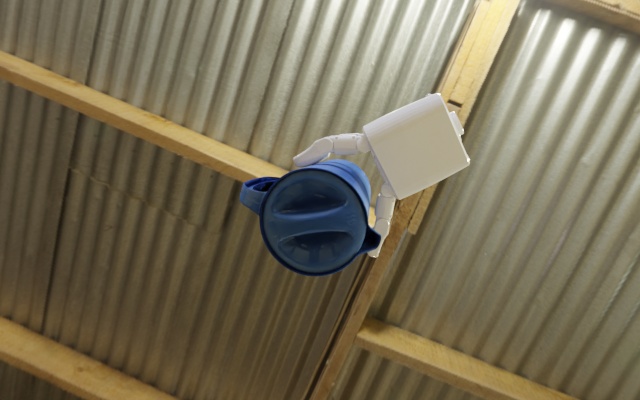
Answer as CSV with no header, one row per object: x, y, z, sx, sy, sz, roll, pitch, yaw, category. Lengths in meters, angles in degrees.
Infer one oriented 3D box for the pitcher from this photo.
0.000,0.002,0.678,0.145,0.149,0.243,-28,5,13,pitcher
